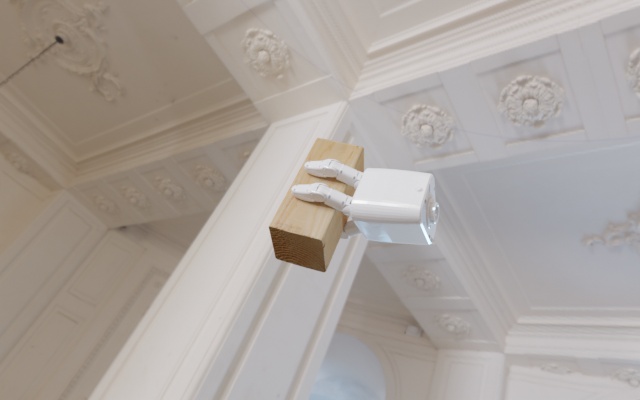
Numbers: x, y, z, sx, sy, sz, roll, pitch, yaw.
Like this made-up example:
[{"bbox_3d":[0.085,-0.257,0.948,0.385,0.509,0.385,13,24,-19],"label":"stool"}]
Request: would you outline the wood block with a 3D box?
[{"bbox_3d":[0.001,0.003,0.794,0.090,0.206,0.091,13,-39,16],"label":"wood block"}]
